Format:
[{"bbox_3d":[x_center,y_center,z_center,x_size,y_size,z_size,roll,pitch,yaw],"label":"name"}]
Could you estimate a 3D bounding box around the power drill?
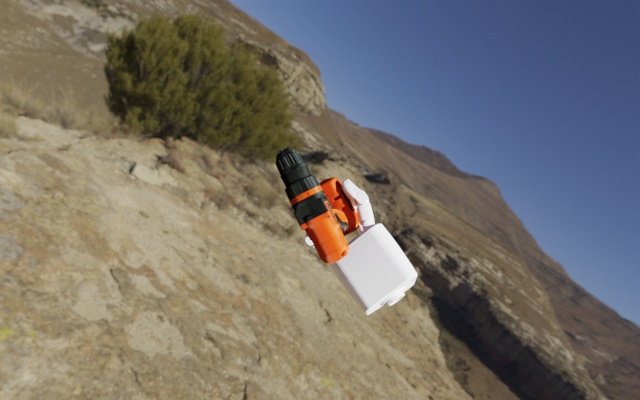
[{"bbox_3d":[0.000,0.003,0.771,0.057,0.184,0.187,-26,-3,15],"label":"power drill"}]
